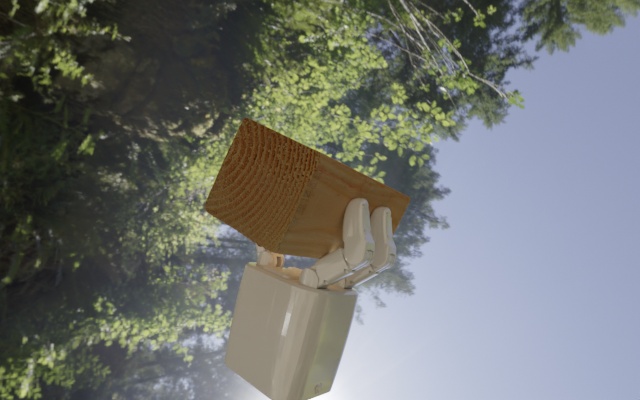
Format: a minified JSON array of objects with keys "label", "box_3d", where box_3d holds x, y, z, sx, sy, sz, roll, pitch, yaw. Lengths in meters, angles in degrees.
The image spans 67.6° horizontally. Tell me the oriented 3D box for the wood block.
[{"label":"wood block","box_3d":[0.000,0.002,0.475,0.091,0.090,0.206,27,5,30]}]
